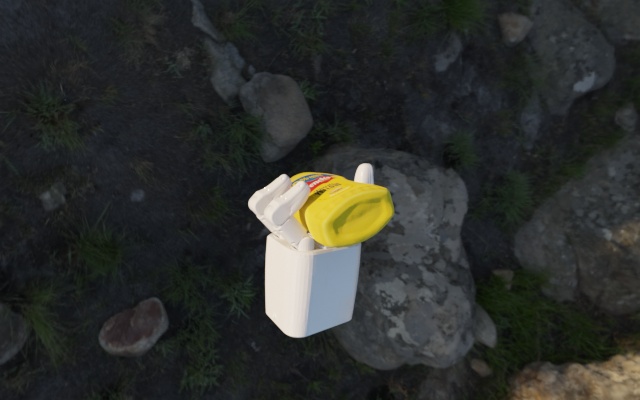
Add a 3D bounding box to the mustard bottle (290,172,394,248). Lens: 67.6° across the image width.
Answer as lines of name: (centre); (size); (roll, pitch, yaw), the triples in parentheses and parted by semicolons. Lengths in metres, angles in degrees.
mustard bottle: (0.000, 0.002, 0.599); (0.096, 0.058, 0.191); (-27, 22, -21)
